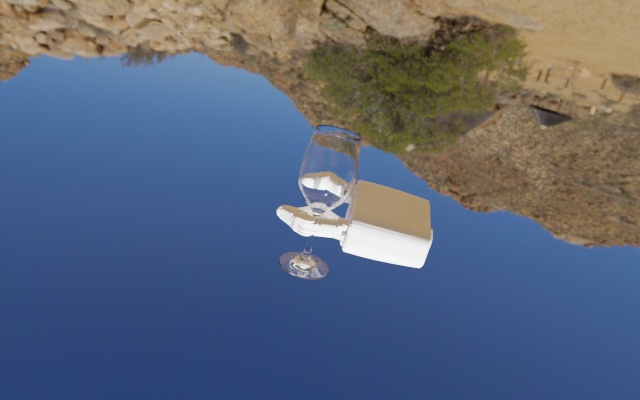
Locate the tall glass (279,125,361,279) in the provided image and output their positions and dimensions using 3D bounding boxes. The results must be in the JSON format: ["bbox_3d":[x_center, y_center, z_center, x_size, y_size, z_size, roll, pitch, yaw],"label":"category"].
[{"bbox_3d":[0.000,0.003,0.649,0.079,0.201,0.079,13,19,-5],"label":"tall glass"}]
